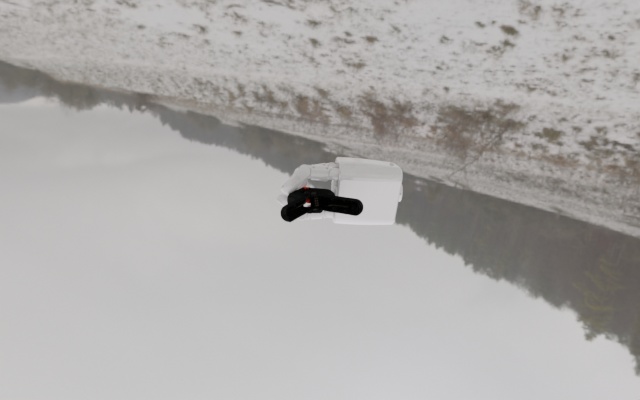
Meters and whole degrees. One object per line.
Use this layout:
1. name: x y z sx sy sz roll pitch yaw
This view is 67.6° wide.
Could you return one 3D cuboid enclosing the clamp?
1. clamp: 0.000 0.003 0.753 0.120 0.039 0.171 2 12 -3
